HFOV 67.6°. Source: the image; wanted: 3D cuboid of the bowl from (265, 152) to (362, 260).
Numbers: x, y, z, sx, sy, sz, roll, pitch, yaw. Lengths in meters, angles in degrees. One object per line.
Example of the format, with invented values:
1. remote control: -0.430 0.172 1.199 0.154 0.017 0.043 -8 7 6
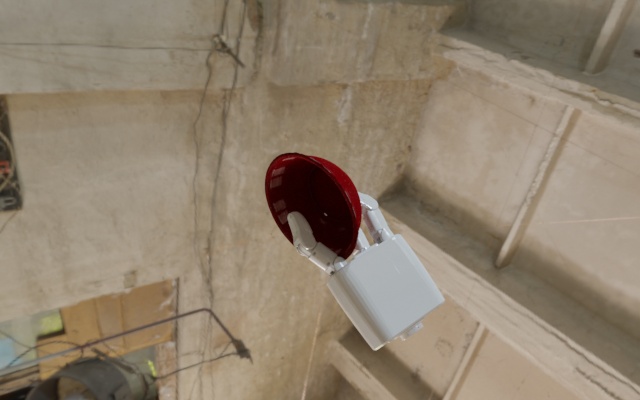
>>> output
1. bowl: 0.000 0.001 0.639 0.162 0.162 0.055 0 26 46
